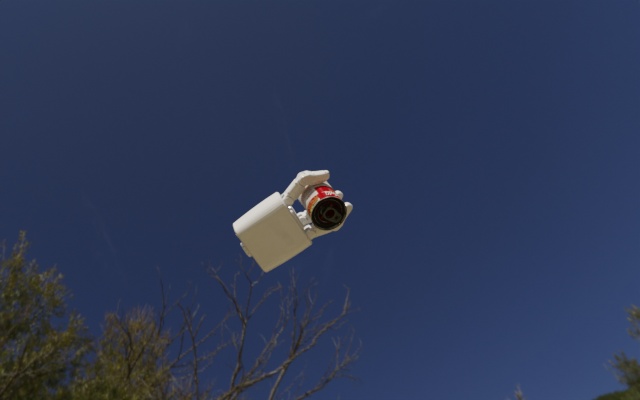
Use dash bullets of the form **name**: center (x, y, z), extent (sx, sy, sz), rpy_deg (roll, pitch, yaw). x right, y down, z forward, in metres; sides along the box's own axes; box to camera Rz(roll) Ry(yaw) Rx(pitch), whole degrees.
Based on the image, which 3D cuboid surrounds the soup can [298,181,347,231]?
- **soup can**: center (0.000, 0.002, 0.893), extent (0.068, 0.068, 0.102), rpy_deg (0, 25, -20)
